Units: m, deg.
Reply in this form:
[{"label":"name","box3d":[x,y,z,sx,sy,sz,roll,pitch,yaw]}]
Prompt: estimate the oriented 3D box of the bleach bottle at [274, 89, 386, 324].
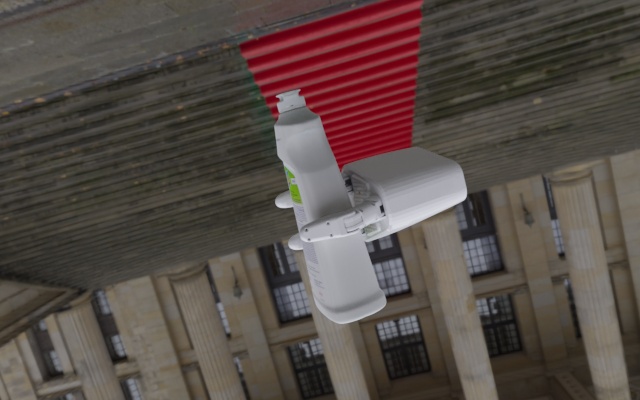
[{"label":"bleach bottle","box3d":[0.000,0.002,0.534,0.068,0.251,0.102,-18,8,-17]}]
